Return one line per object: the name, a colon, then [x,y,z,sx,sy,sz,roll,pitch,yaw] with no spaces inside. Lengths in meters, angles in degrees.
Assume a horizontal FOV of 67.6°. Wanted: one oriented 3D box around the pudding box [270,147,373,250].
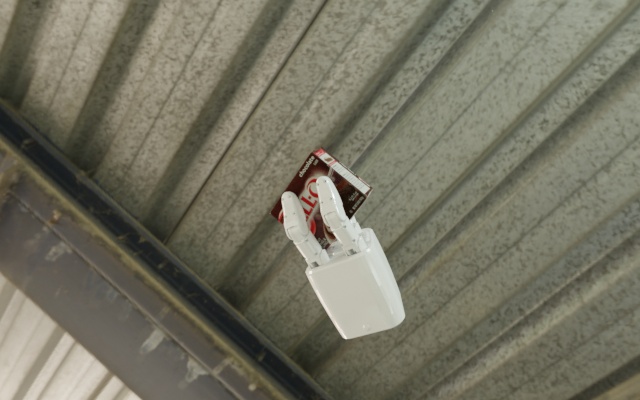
pudding box: [0.000,0.002,0.615,0.090,0.113,0.039,39,26,6]
